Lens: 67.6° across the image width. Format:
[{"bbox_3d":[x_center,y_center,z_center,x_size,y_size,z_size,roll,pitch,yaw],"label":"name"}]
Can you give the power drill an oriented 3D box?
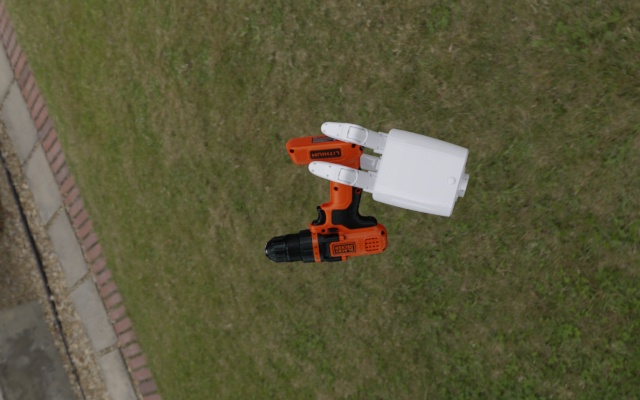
[{"bbox_3d":[0.000,0.002,0.691,0.184,0.188,0.057,-7,22,0],"label":"power drill"}]
